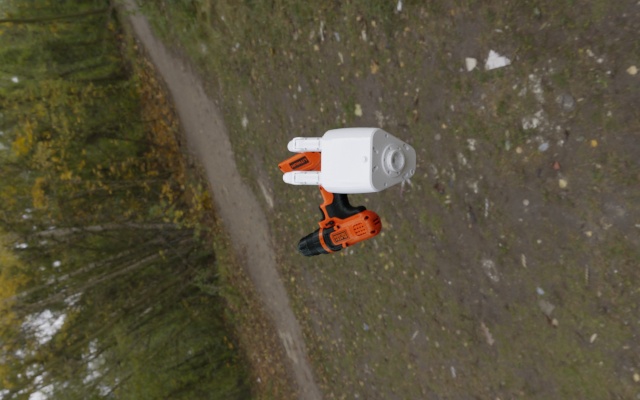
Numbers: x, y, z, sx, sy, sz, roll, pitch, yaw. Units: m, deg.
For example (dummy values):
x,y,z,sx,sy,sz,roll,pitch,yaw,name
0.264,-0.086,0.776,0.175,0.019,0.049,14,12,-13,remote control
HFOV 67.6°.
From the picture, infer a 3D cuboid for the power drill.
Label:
x,y,z,sx,sy,sz,roll,pitch,yaw,name
0.000,0.002,0.850,0.184,0.187,0.057,-23,5,37,power drill
